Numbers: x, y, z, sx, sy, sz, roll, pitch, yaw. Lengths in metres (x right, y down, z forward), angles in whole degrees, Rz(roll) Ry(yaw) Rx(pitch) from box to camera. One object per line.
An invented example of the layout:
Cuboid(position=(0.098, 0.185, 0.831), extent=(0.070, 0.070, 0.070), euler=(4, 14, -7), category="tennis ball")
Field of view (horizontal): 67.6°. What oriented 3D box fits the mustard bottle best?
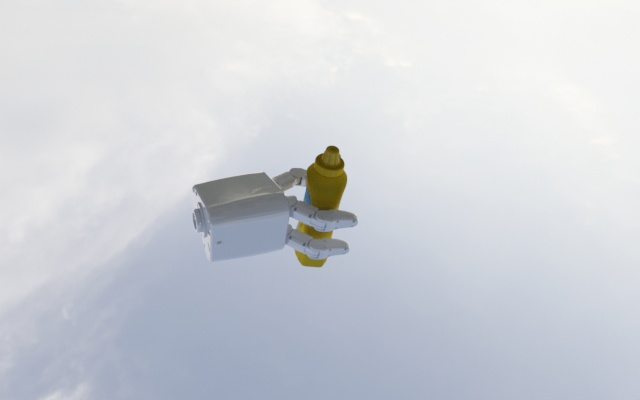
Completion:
Cuboid(position=(0.000, 0.002, 0.692), extent=(0.058, 0.192, 0.096), euler=(7, 41, -6), category="mustard bottle")
